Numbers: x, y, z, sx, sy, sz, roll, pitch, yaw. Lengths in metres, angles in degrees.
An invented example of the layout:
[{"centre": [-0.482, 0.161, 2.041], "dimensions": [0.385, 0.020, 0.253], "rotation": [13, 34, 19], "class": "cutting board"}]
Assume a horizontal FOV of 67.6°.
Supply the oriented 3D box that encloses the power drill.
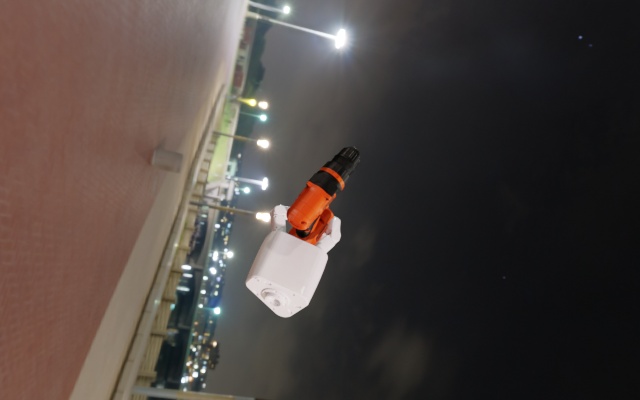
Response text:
[{"centre": [0.000, 0.003, 0.880], "dimensions": [0.057, 0.184, 0.188], "rotation": [36, -25, 12], "class": "power drill"}]
